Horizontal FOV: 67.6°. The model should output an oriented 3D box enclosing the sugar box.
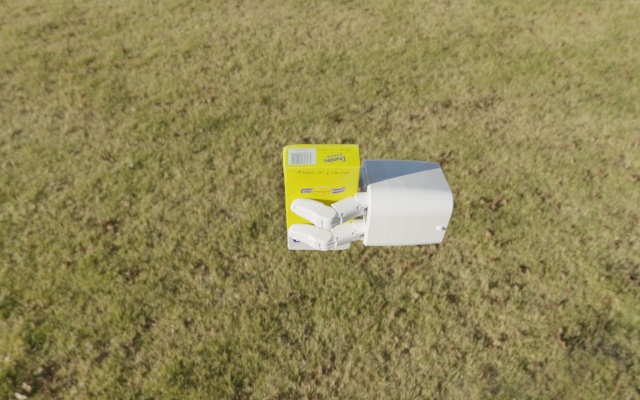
[{"bbox_3d":[0.000,0.002,0.633,0.093,0.048,0.176,0,-41,-1],"label":"sugar box"}]
